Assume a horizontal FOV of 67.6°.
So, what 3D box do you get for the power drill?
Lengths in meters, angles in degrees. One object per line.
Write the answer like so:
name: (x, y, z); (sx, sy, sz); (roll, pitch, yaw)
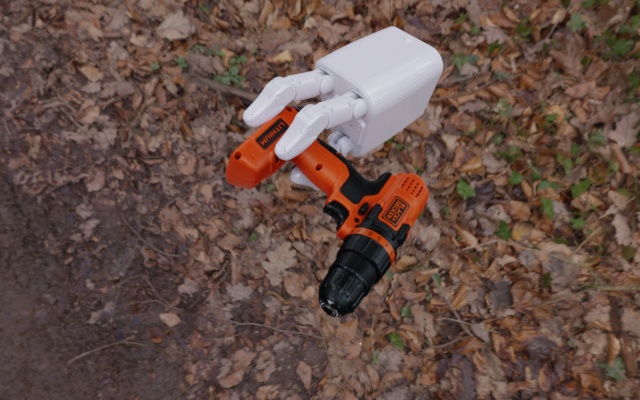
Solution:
power drill: (0.000, 0.001, 0.482); (0.187, 0.184, 0.057); (36, -37, 5)
